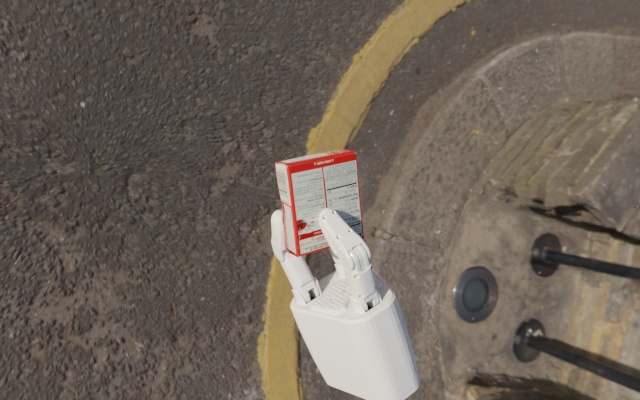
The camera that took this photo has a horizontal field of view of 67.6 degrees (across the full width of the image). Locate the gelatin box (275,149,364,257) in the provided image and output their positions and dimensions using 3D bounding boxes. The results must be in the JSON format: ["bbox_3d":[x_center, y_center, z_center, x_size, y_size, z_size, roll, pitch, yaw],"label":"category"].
[{"bbox_3d":[0.000,0.001,0.449,0.073,0.089,0.030,-14,17,-26],"label":"gelatin box"}]
